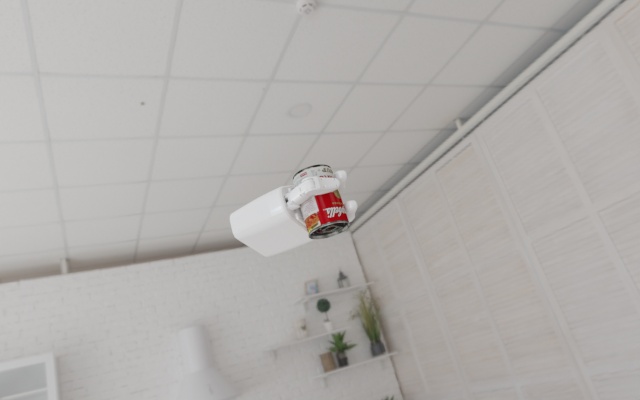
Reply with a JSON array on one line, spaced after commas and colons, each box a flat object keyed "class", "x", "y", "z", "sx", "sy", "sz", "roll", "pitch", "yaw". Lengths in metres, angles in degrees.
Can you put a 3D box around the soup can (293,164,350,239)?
[{"class": "soup can", "x": 0.000, "y": 0.002, "z": 0.759, "sx": 0.068, "sy": 0.102, "sz": 0.068, "roll": -15, "pitch": -20, "yaw": -6}]
